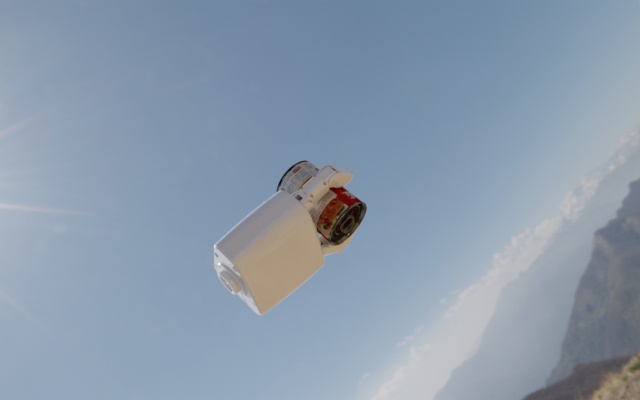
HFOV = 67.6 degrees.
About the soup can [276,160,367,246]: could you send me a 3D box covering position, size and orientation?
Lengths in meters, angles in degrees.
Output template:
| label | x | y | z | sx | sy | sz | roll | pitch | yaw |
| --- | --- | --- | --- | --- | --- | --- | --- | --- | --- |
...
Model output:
| label | x | y | z | sx | sy | sz | roll | pitch | yaw |
| --- | --- | --- | --- | --- | --- | --- | --- | --- | --- |
| soup can | 0.000 | 0.002 | 0.624 | 0.102 | 0.068 | 0.068 | 38 | 19 | 25 |
